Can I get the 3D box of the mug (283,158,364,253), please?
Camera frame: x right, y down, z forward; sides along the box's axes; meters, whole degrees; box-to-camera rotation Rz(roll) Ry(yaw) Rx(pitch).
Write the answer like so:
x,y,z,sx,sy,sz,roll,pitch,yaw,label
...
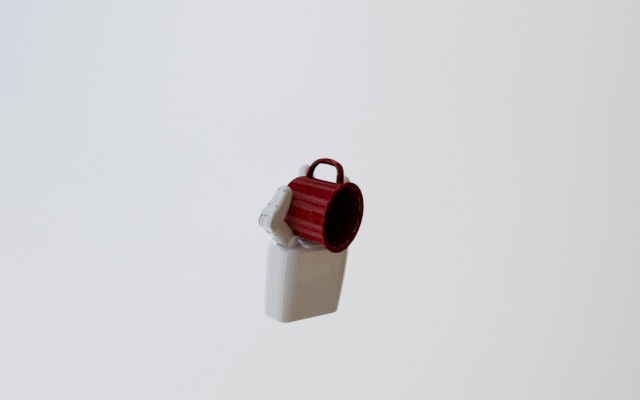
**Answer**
x,y,z,sx,sy,sz,roll,pitch,yaw,label
0.000,0.001,0.626,0.081,0.117,0.093,15,15,35,mug
